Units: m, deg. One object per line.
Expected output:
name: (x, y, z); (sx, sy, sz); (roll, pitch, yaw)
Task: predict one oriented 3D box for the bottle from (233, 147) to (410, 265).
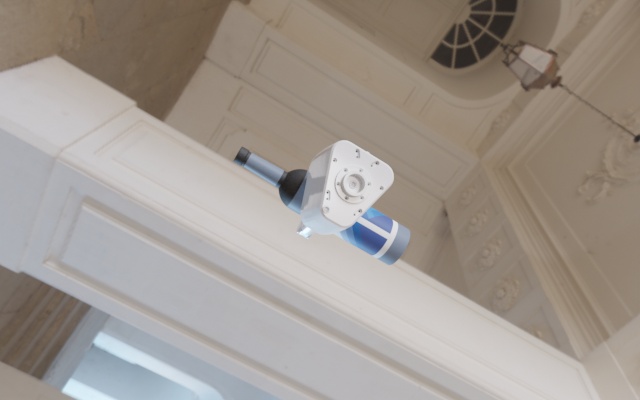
bottle: (0.000, 0.003, 0.747); (0.296, 0.069, 0.069); (30, -5, -9)
